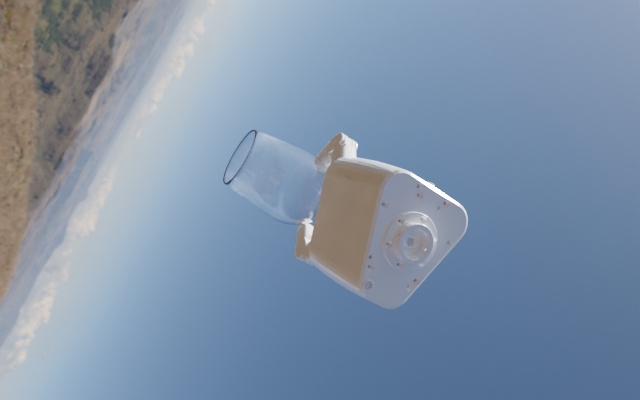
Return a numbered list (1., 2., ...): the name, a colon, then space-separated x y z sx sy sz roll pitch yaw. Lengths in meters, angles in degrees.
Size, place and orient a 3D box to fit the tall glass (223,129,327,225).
1. tall glass: 0.001 0.002 0.507 0.201 0.079 0.079 29 -12 -23
